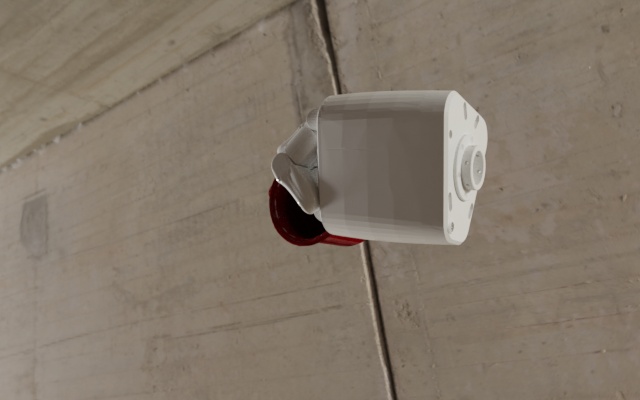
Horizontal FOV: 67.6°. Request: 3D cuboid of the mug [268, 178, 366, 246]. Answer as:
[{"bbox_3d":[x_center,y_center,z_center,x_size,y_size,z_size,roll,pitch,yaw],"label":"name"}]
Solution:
[{"bbox_3d":[-0.001,0.002,0.487,0.117,0.093,0.081,7,-5,37],"label":"mug"}]
